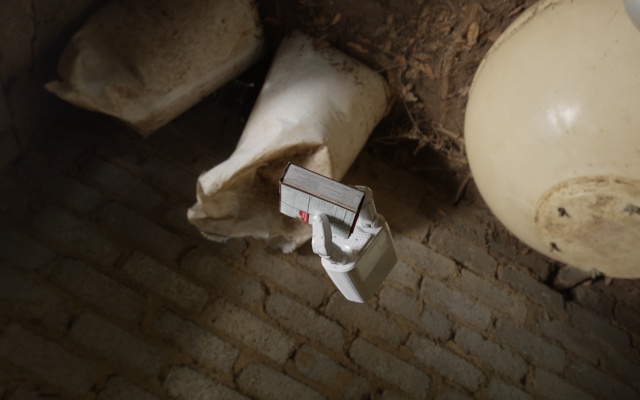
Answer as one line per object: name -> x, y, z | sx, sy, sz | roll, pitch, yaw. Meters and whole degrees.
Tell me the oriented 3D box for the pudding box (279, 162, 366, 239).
pudding box -> 0.000, 0.002, 0.656 | 0.113, 0.039, 0.090 | 21, -28, 5
